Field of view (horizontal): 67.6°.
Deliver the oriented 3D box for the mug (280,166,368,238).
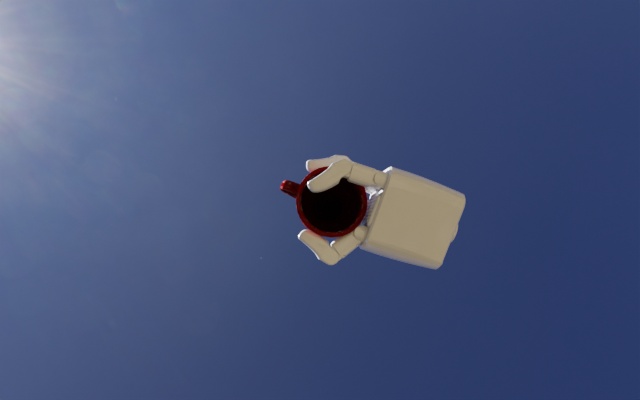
[{"bbox_3d":[-0.001,0.002,0.652,0.117,0.093,0.081,20,-9,-2],"label":"mug"}]
